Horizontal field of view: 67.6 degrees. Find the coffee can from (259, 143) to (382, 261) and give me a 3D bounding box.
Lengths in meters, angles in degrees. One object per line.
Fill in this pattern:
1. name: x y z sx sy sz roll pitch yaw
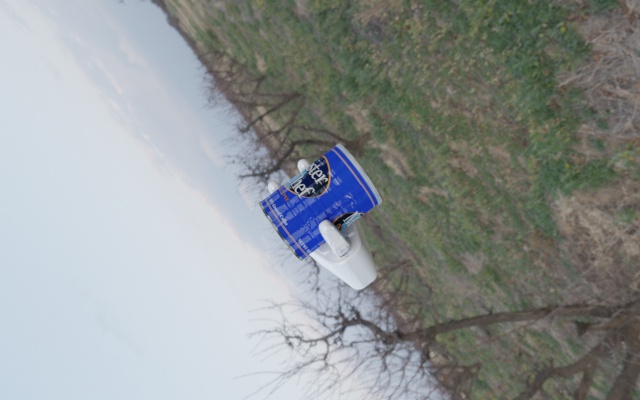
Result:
1. coffee can: 0.000 0.002 0.669 0.140 0.103 0.103 -36 1 -1
